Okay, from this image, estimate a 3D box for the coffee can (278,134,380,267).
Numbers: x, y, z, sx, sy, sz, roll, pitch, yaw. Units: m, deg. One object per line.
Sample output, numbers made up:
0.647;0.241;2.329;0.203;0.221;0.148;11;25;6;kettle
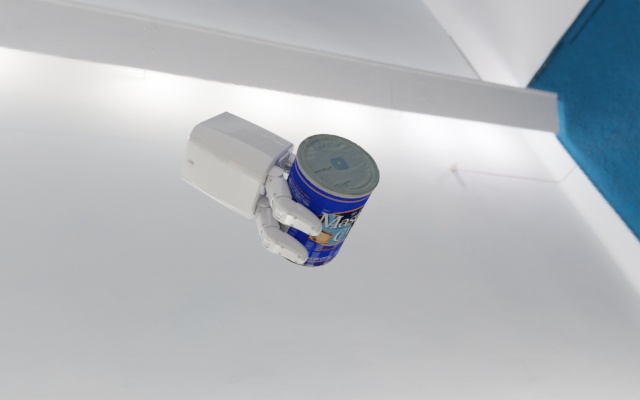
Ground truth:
0.000;0.002;0.602;0.103;0.102;0.140;0;-42;-25;coffee can
